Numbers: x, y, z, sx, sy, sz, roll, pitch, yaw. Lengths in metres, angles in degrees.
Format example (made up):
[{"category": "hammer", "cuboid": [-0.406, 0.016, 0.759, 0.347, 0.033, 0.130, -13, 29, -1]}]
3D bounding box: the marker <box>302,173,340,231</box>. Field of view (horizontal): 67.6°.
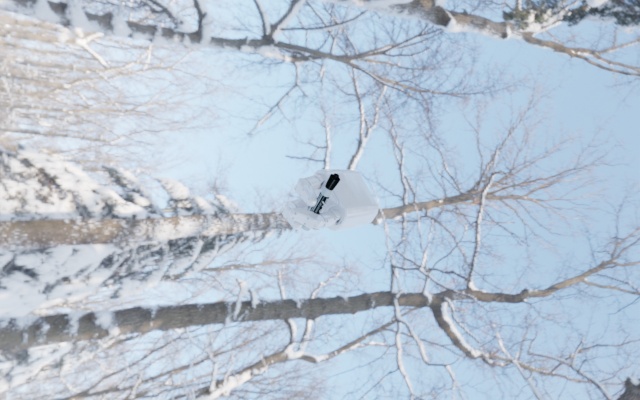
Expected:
[{"category": "marker", "cuboid": [0.000, 0.003, 0.817, 0.020, 0.121, 0.020, 23, 30, -14]}]
